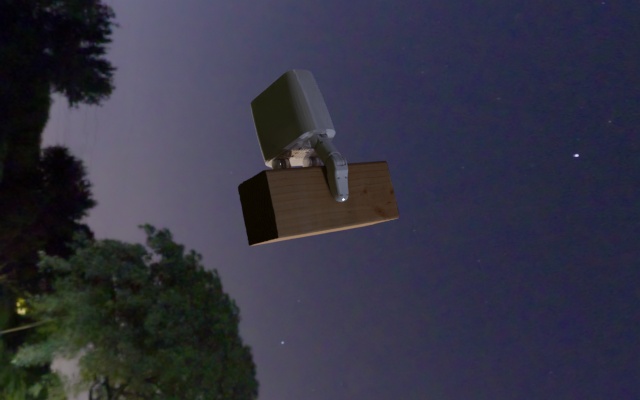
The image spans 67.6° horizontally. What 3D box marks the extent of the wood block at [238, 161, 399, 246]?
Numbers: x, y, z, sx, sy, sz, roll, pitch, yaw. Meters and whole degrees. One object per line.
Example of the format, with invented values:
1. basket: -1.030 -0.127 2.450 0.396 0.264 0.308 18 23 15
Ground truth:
1. wood block: 0.000 0.002 0.684 0.206 0.090 0.091 -8 -8 -34
